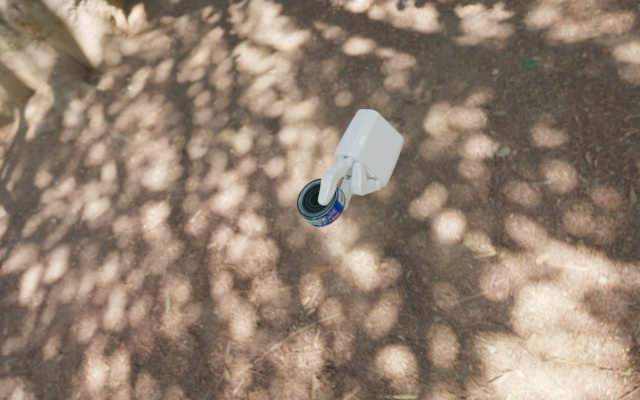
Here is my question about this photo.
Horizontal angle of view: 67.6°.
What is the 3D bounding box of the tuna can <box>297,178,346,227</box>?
[{"bbox_3d":[0.000,0.003,0.865,0.086,0.086,0.034,0,-27,31],"label":"tuna can"}]
